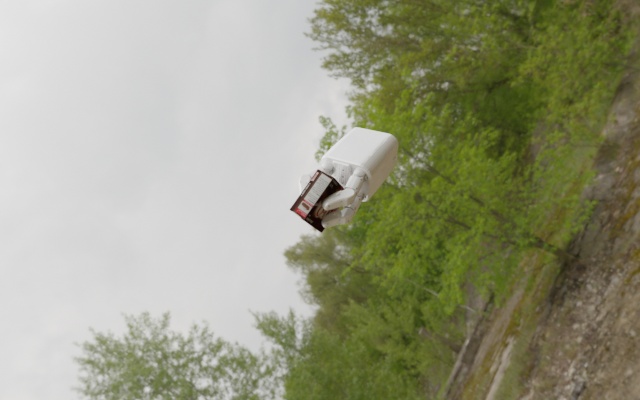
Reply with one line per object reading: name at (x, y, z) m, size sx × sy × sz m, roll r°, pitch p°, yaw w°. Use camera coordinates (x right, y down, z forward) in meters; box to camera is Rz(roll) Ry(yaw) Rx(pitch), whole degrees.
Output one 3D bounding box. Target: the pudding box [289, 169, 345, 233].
pudding box at (0.000, 0.003, 0.851) m, size 0.039 × 0.090 × 0.113 m, roll 33°, pitch -3°, yaw 24°
